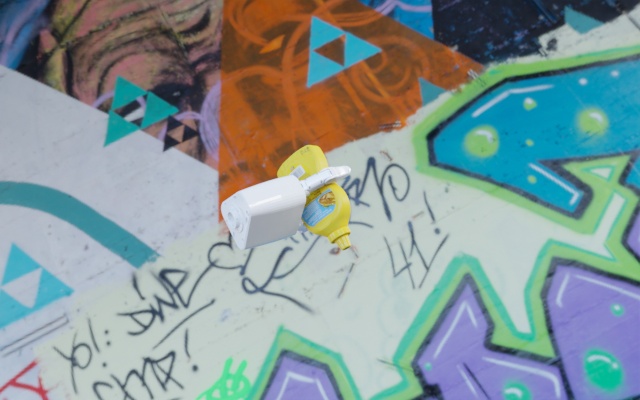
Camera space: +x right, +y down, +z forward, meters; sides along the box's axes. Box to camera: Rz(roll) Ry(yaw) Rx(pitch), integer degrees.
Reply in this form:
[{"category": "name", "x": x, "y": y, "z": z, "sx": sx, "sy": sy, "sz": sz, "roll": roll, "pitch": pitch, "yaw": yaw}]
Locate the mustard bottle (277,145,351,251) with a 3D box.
[{"category": "mustard bottle", "x": 0.000, "y": 0.003, "z": 0.850, "sx": 0.096, "sy": 0.191, "sz": 0.058, "roll": -39, "pitch": -20, "yaw": 28}]
